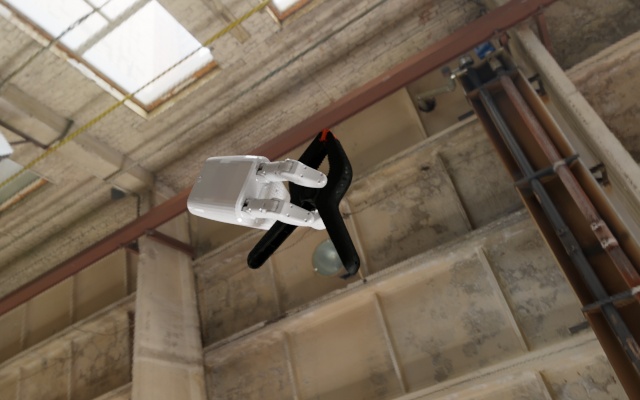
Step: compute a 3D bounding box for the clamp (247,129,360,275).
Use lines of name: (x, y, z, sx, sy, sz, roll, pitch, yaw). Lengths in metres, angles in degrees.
clamp: (0.000, 0.002, 0.627, 0.164, 0.210, 0.036, 6, -22, 34)
